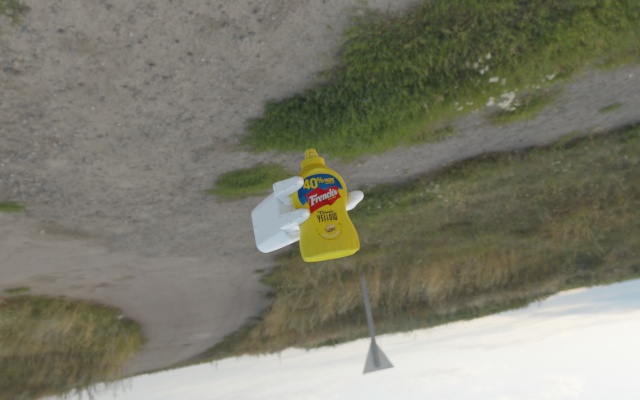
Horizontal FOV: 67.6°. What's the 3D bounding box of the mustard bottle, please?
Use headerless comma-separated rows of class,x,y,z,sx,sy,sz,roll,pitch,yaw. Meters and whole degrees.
mustard bottle,0.000,0.003,0.811,0.096,0.191,0.058,-8,-16,-13
